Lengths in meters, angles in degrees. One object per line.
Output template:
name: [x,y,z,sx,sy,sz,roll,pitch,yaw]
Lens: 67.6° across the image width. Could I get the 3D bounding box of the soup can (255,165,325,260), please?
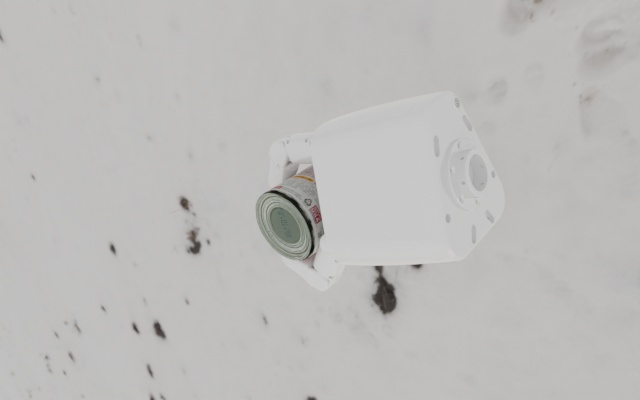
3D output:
soup can: [-0.001,0.001,0.434,0.068,0.068,0.102,0,25,45]
